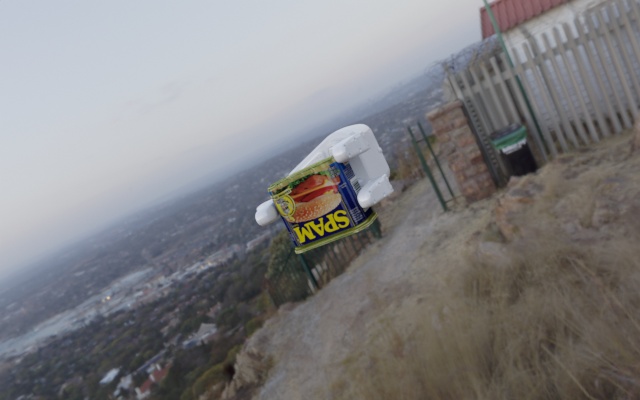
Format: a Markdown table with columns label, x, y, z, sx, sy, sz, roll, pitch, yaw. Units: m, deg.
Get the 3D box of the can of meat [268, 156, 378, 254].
| label | x | y | z | sx | sy | sz | roll | pitch | yaw |
| --- | --- | --- | --- | --- | --- | --- | --- | --- | --- |
| can of meat | 0.000 | 0.002 | 0.542 | 0.102 | 0.084 | 0.057 | -23 | 8 | 28 |
